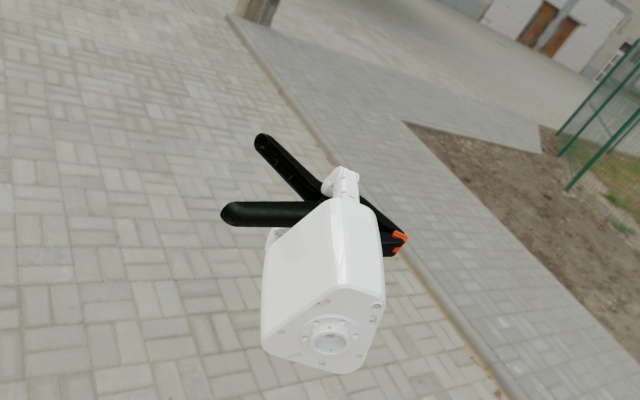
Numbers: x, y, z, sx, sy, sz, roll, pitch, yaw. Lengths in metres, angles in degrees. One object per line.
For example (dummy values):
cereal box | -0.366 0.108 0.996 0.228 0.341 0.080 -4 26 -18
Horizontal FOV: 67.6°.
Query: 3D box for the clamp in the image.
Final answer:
clamp | 0.001 0.002 0.536 0.210 0.036 0.164 22 35 -16
